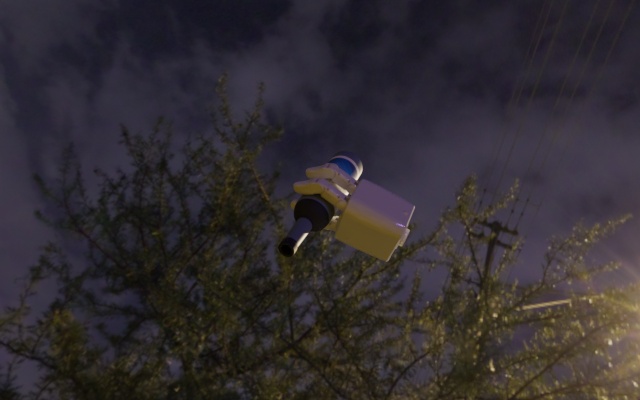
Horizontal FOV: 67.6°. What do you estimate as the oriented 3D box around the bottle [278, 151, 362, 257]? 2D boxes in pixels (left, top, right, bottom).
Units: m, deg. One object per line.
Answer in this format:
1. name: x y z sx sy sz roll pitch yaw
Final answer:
1. bottle: 0.000 0.003 0.851 0.069 0.069 0.295 0 30 25
